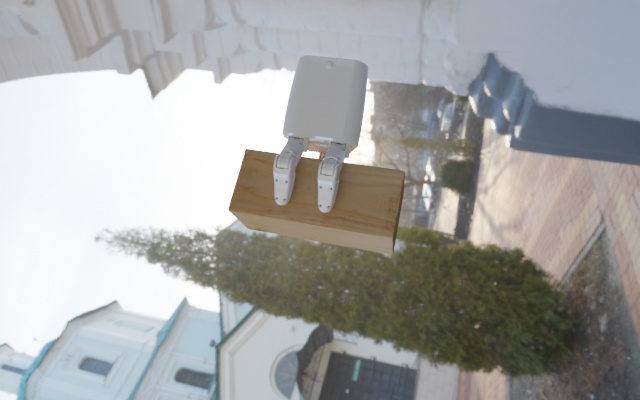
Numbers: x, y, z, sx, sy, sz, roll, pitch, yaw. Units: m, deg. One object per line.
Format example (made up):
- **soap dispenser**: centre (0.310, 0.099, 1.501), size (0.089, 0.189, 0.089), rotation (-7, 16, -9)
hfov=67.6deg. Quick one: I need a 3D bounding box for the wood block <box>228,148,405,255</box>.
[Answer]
- **wood block**: centre (0.000, 0.002, 0.624), size (0.206, 0.090, 0.091), rotation (9, -16, 12)
